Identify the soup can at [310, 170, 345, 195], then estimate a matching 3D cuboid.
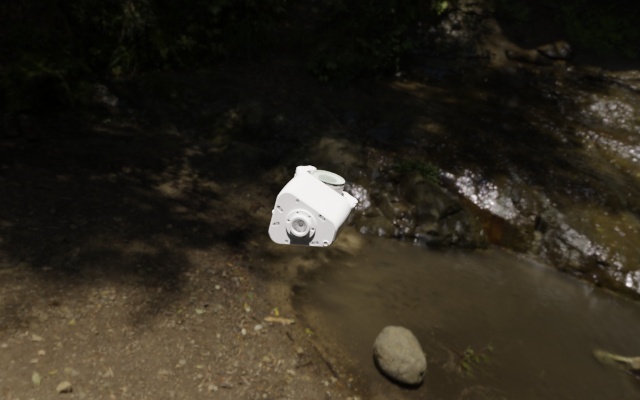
[{"bbox_3d":[0.000,0.003,0.885,0.068,0.102,0.068,14,20,-5],"label":"soup can"}]
